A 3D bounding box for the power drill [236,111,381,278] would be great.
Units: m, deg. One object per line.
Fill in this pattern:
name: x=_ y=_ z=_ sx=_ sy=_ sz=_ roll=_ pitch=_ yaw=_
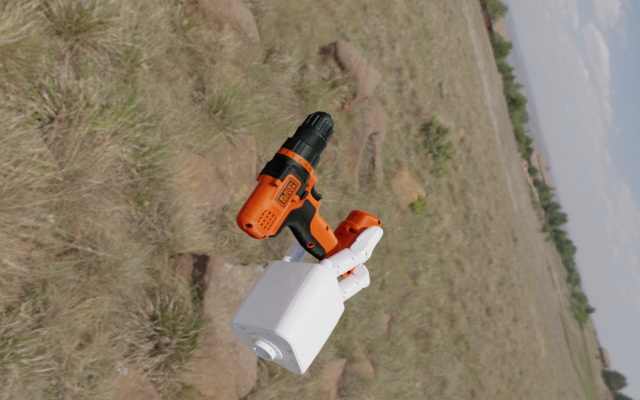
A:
power drill: x=0.000 y=0.003 z=0.632 sx=0.188 sy=0.184 sz=0.057 roll=42 pitch=-15 yaw=-33
